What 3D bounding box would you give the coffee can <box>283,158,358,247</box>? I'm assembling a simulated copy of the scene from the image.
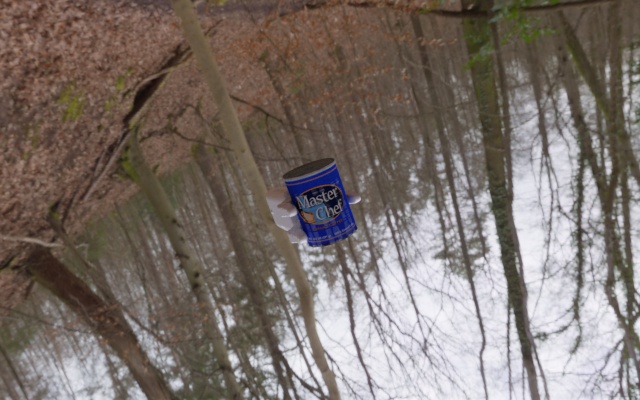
[{"bbox_3d":[0.000,0.003,0.899,0.103,0.140,0.102,-18,14,5],"label":"coffee can"}]
